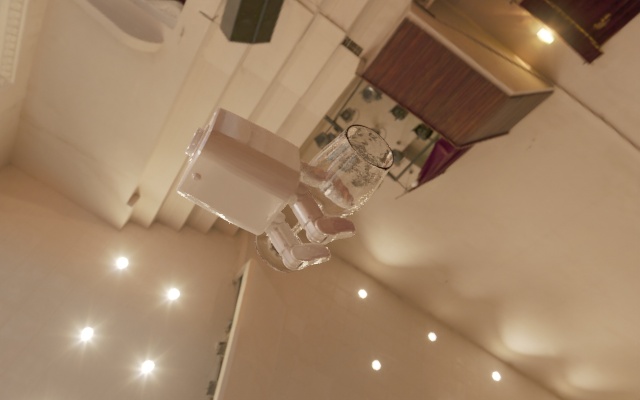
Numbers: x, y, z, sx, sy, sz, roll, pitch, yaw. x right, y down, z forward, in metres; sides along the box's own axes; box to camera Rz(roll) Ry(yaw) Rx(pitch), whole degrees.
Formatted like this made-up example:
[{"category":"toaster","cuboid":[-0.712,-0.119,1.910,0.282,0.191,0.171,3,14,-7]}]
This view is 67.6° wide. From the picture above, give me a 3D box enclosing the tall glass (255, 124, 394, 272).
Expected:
[{"category":"tall glass","cuboid":[0.000,0.002,0.558,0.079,0.079,0.201,0,-36,-41]}]
